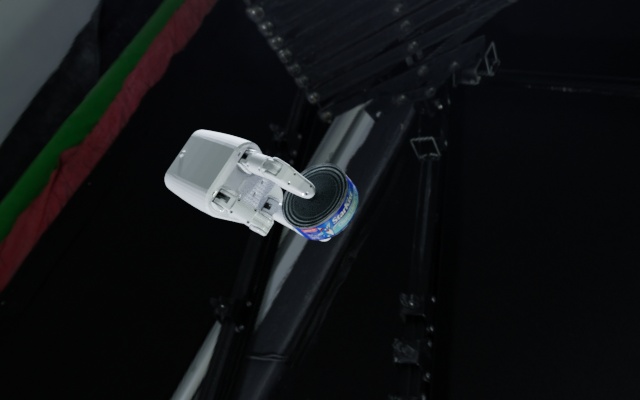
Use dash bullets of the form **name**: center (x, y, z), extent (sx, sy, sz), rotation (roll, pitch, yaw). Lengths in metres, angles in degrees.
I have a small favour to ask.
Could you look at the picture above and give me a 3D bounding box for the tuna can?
- **tuna can**: center (0.000, 0.002, 0.545), extent (0.086, 0.086, 0.034), rotation (0, -31, 36)
